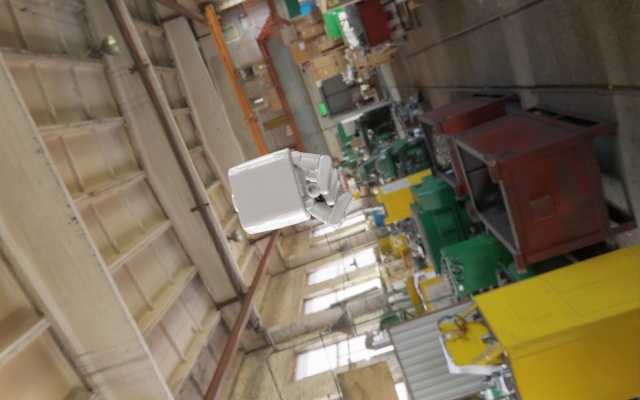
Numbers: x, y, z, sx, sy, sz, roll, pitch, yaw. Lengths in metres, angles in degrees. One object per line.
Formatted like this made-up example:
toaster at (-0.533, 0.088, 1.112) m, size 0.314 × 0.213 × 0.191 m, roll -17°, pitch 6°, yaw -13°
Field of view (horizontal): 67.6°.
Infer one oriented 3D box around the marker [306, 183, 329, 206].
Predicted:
marker at (0.000, 0.003, 0.772) m, size 0.020 × 0.020 × 0.121 m, roll 0°, pitch -20°, yaw 13°
